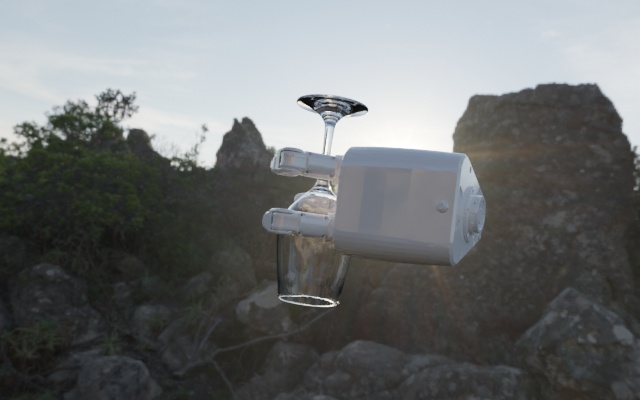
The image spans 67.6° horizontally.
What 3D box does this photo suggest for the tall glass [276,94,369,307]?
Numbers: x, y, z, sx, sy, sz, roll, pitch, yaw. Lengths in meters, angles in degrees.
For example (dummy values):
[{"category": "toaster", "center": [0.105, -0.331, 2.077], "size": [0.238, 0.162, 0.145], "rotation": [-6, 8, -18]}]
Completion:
[{"category": "tall glass", "center": [0.000, 0.001, 0.481], "size": [0.079, 0.201, 0.079], "rotation": [7, -4, 0]}]
